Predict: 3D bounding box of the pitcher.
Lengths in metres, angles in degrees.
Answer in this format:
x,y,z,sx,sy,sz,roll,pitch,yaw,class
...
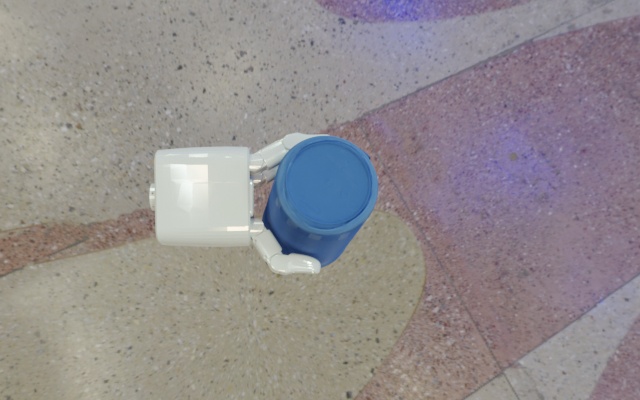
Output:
x,y,z,sx,sy,sz,roll,pitch,yaw,class
0.000,0.002,0.600,0.145,0.149,0.243,-1,-13,-8,pitcher
